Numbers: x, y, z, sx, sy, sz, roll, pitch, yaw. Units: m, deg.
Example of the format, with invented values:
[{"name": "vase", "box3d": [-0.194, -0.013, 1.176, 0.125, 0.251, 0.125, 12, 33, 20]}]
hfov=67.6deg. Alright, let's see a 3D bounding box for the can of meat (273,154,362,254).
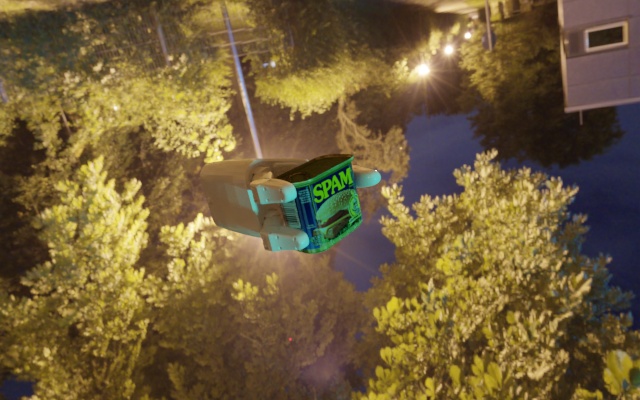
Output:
[{"name": "can of meat", "box3d": [0.000, 0.002, 0.545, 0.057, 0.084, 0.102, 4, 24, 40]}]
